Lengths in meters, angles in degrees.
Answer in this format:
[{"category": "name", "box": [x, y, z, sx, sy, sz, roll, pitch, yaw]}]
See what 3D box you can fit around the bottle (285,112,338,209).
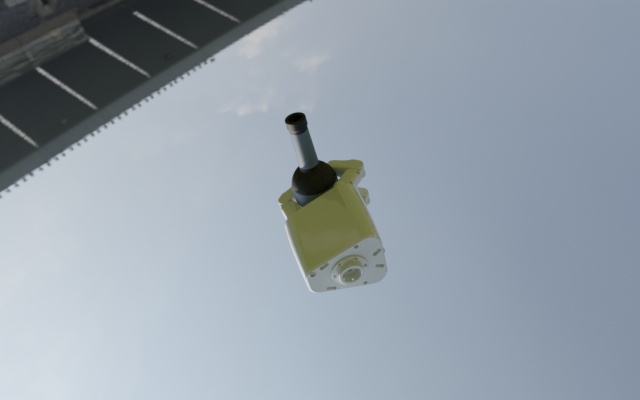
[{"category": "bottle", "box": [0.000, 0.002, 0.697, 0.069, 0.296, 0.069, -9, 42, 8]}]
